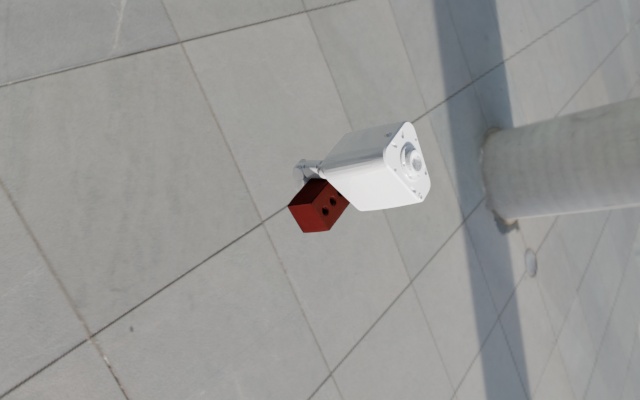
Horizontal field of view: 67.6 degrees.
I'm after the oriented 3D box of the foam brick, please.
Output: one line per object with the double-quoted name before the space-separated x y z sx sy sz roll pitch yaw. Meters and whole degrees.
"foam brick" 0.000 0.003 0.697 0.051 0.053 0.078 -6 36 43
